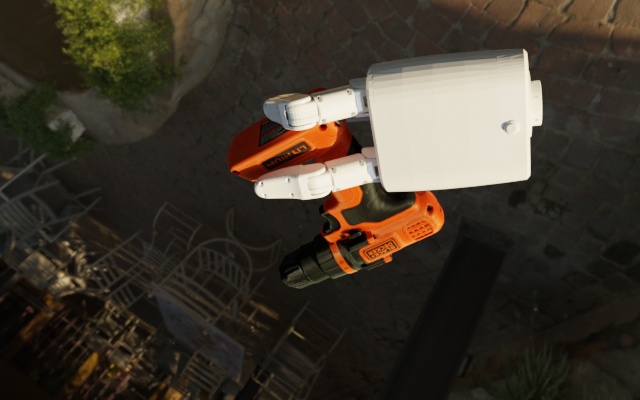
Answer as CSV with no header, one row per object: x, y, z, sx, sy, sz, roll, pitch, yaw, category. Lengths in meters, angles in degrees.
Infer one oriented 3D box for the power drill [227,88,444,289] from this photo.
0.000,0.001,0.449,0.184,0.057,0.188,-28,-51,18,power drill
